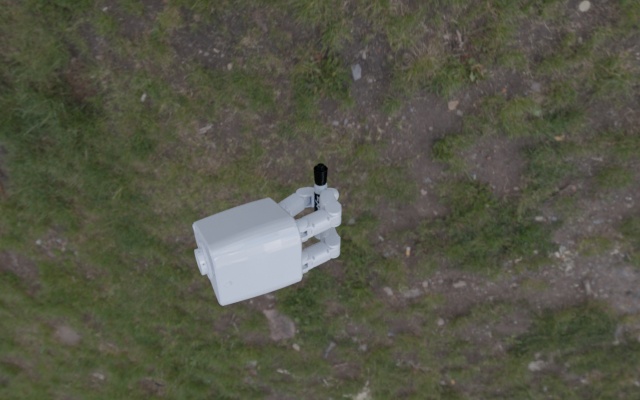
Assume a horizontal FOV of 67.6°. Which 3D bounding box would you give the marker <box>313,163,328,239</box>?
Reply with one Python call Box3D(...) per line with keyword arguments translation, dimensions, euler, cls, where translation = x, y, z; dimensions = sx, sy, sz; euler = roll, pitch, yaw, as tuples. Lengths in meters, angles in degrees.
Box3D(translation=(0.000, 0.002, 0.651), dimensions=(0.020, 0.121, 0.020), euler=(0, 37, 0), cls="marker")
